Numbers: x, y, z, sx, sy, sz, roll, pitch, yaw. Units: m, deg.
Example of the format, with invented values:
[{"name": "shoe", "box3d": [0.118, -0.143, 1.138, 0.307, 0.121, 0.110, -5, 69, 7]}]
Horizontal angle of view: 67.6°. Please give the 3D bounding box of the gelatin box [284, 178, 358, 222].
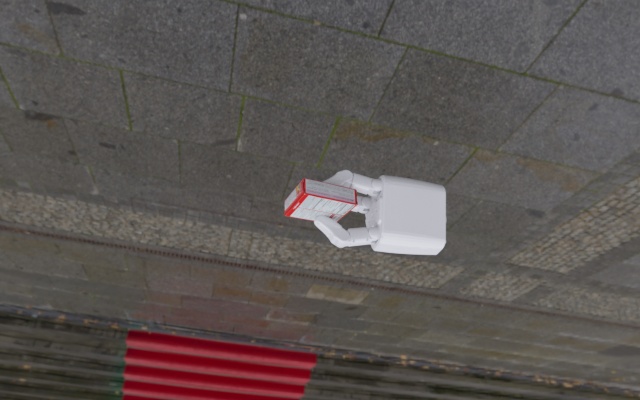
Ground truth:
[{"name": "gelatin box", "box3d": [0.000, 0.003, 0.712, 0.089, 0.030, 0.073, 11, -31, -24]}]
